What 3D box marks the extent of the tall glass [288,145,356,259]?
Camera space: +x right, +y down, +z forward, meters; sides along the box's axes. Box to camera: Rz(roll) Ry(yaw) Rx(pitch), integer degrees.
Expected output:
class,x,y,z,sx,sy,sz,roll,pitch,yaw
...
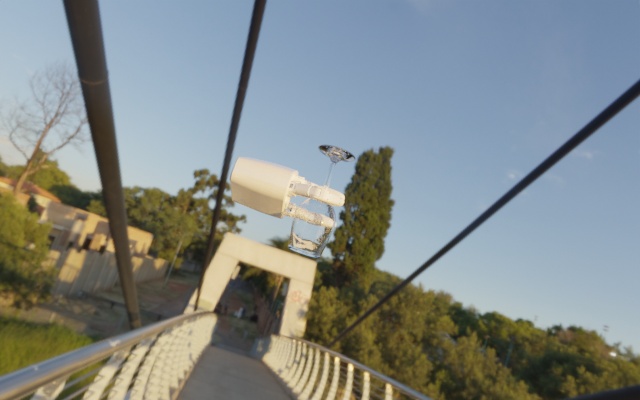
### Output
class,x,y,z,sx,sy,sz,roll,pitch,yaw
tall glass,0.000,0.002,0.883,0.079,0.201,0.079,17,-11,4
